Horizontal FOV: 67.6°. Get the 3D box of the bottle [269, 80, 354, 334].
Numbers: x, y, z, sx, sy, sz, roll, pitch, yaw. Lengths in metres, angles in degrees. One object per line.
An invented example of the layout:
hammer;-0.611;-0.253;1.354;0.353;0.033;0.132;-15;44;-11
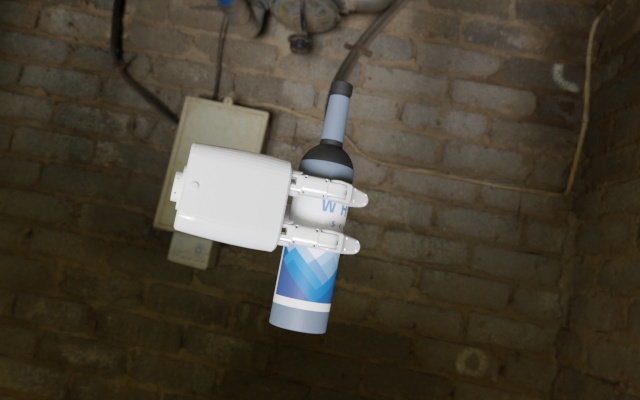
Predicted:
bottle;0.000;0.002;0.567;0.069;0.295;0.069;10;-7;1
